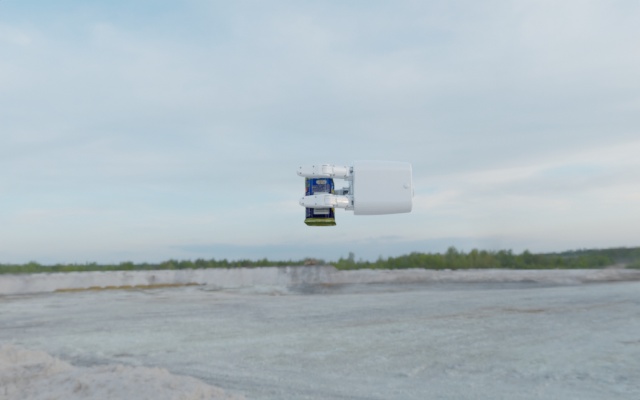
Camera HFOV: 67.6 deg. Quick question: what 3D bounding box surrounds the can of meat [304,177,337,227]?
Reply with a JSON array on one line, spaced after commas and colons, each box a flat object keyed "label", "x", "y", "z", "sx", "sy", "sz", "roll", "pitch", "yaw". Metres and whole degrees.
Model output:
[{"label": "can of meat", "x": 0.000, "y": 0.003, "z": 0.896, "sx": 0.057, "sy": 0.084, "sz": 0.102, "roll": -1, "pitch": -8, "yaw": 4}]
